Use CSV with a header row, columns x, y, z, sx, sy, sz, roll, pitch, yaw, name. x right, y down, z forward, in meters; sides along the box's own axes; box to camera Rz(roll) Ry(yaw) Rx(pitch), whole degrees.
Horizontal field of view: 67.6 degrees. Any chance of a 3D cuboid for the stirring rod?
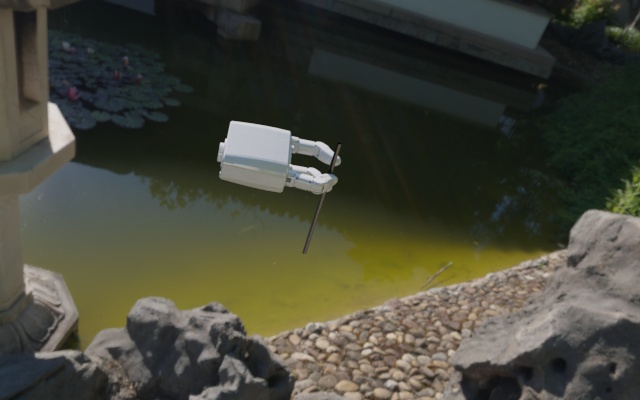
x,y,z,sx,sy,sz,roll,pitch,yaw,name
0.000,0.003,0.859,0.011,0.240,0.011,13,31,-8,stirring rod
